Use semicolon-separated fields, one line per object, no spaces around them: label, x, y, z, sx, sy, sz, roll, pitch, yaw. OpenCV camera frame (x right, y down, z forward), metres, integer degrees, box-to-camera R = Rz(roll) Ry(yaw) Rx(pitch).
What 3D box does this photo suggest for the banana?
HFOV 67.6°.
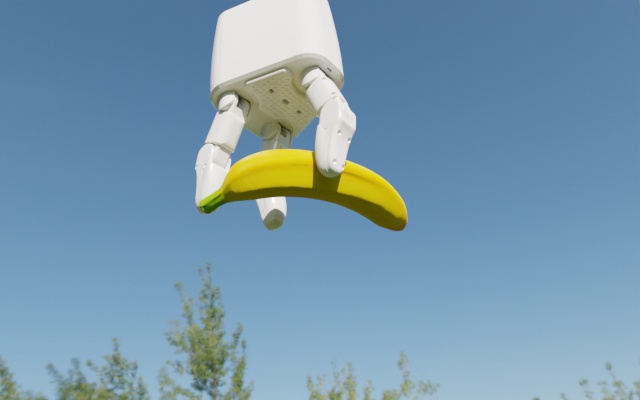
banana;0.006;-0.008;0.399;0.198;0.037;0.070;9;-34;-27
